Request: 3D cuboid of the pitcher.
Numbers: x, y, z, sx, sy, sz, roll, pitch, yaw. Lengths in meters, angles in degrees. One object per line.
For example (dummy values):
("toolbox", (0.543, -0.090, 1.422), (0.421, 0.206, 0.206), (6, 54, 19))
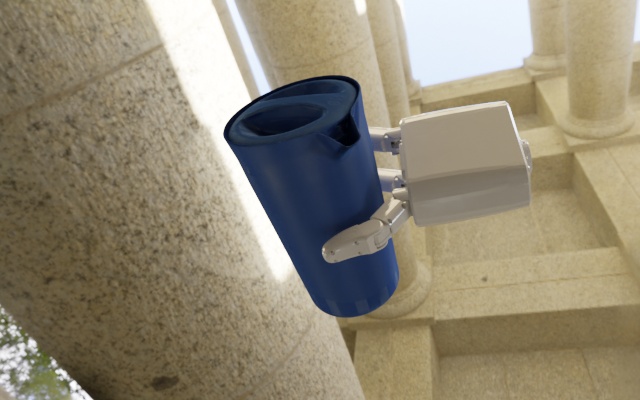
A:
("pitcher", (0.000, 0.002, 0.505), (0.145, 0.243, 0.149), (-11, 34, 14))
